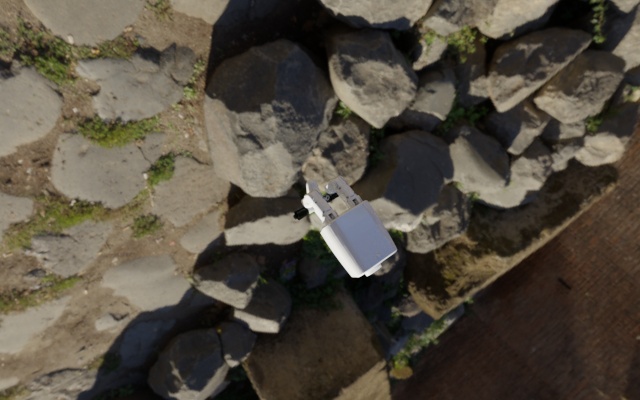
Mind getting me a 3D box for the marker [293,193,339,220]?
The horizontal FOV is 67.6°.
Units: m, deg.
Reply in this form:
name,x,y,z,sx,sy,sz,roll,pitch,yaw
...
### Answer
name,x,y,z,sx,sy,sz,roll,pitch,yaw
marker,0.000,0.003,0.897,0.121,0.020,0.020,-31,13,-23
